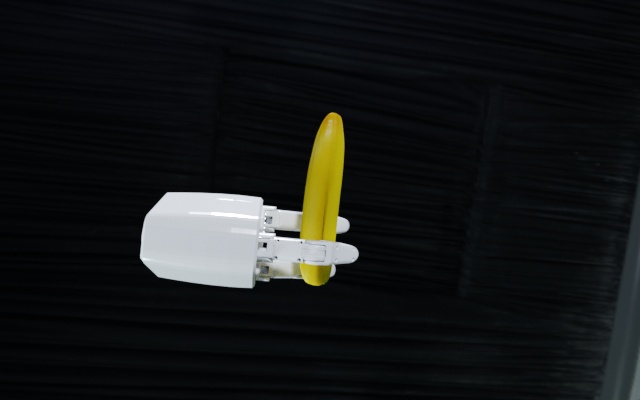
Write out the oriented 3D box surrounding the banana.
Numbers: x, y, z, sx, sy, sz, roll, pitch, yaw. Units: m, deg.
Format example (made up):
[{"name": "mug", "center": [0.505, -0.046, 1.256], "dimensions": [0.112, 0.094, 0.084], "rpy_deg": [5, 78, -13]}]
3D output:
[{"name": "banana", "center": [0.000, 0.011, 0.497], "dimensions": [0.037, 0.198, 0.069], "rpy_deg": [5, 18, -2]}]
